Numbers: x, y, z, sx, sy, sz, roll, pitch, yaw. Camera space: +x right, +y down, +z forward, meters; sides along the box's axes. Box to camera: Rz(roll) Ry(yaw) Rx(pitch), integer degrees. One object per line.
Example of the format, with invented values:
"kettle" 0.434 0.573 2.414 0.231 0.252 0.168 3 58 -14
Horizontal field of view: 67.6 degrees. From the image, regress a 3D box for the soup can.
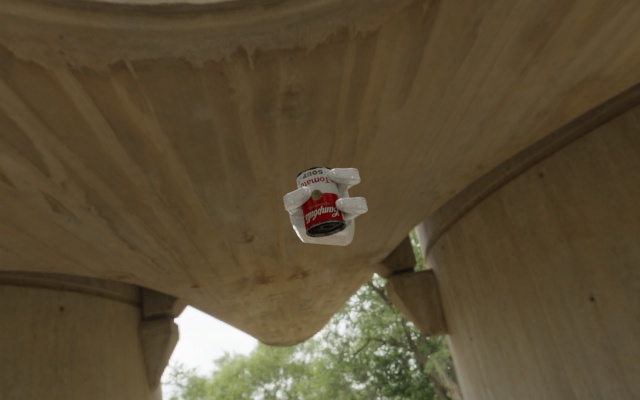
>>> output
"soup can" 0.000 0.002 0.804 0.068 0.102 0.068 -10 -23 -4
